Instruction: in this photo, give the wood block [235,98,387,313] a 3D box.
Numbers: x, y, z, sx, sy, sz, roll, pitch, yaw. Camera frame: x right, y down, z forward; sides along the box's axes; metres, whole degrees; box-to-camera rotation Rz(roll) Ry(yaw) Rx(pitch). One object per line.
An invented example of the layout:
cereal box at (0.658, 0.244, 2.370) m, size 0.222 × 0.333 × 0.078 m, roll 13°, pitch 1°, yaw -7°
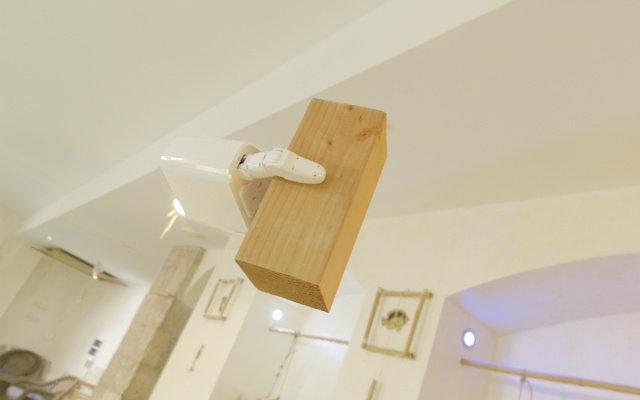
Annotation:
wood block at (0.000, 0.001, 0.519) m, size 0.090 × 0.206 × 0.091 m, roll 15°, pitch -26°, yaw 17°
